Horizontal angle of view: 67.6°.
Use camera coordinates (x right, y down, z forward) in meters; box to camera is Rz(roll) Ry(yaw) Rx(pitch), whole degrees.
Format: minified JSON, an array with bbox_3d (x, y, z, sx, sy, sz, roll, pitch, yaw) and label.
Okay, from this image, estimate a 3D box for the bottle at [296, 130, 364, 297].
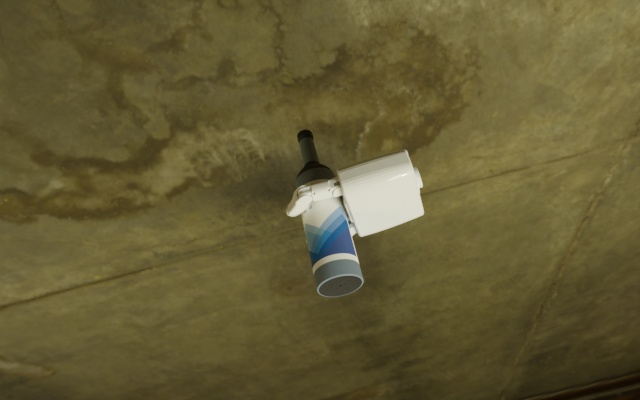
[{"bbox_3d":[0.000,0.003,0.747,0.069,0.295,0.069,-9,-35,-6],"label":"bottle"}]
